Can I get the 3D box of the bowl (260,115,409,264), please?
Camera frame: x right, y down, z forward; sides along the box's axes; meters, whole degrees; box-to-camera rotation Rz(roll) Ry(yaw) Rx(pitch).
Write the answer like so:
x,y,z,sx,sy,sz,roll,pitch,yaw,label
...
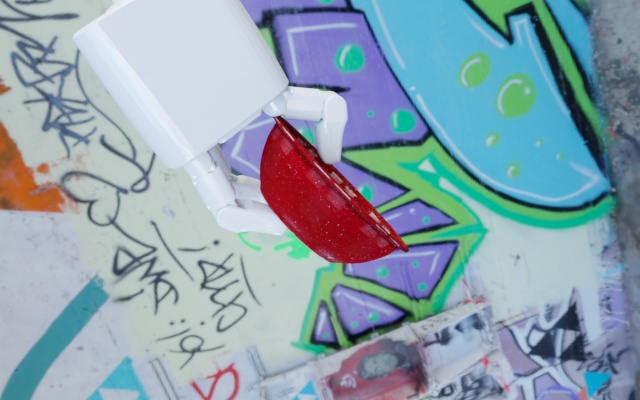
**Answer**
x,y,z,sx,sy,sz,roll,pitch,yaw,label
0.001,0.003,0.407,0.055,0.162,0.162,-45,-7,7,bowl
